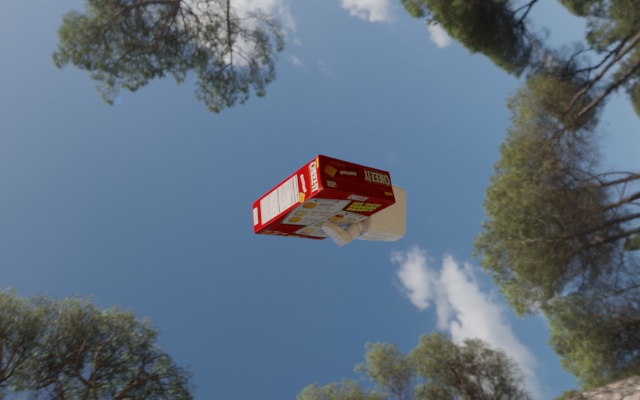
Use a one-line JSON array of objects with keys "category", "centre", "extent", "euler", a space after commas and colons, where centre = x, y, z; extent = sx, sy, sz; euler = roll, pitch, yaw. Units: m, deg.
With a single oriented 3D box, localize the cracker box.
[{"category": "cracker box", "centre": [0.000, 0.003, 0.864], "extent": [0.164, 0.072, 0.214], "euler": [9, -28, -37]}]
